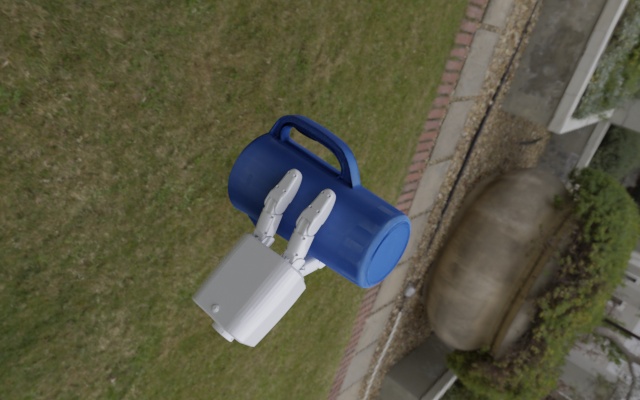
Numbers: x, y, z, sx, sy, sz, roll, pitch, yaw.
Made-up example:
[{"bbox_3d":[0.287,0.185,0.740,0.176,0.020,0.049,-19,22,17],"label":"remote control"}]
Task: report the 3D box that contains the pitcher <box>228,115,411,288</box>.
[{"bbox_3d":[0.000,0.002,0.649,0.242,0.145,0.149,32,-18,30],"label":"pitcher"}]
